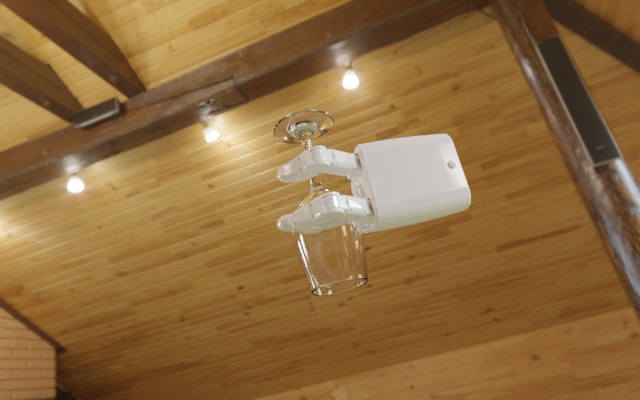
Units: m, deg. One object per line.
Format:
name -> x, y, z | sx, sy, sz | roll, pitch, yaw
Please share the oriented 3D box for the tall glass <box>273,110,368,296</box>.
tall glass -> 0.000, 0.001, 0.539 | 0.079, 0.201, 0.079 | -11, -22, -4
